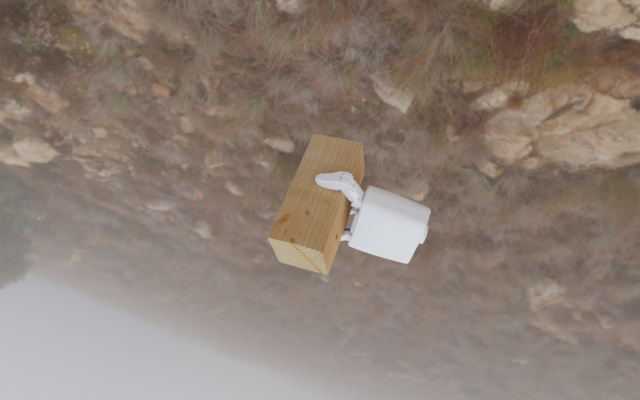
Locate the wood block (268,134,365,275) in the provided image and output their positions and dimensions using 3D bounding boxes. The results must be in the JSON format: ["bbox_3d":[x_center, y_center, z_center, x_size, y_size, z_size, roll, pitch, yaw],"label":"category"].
[{"bbox_3d":[0.000,0.003,0.786,0.090,0.206,0.091,13,-29,15],"label":"wood block"}]
